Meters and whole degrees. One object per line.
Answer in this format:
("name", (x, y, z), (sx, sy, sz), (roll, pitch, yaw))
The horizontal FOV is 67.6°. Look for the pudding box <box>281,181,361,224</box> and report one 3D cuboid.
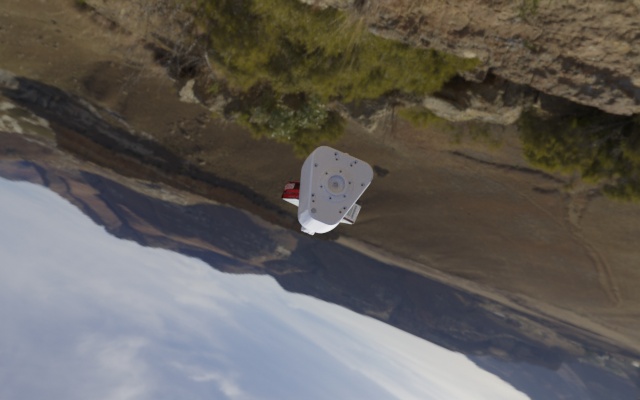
("pudding box", (0.000, 0.003, 0.848), (0.113, 0.039, 0.090), (29, -13, -32))
